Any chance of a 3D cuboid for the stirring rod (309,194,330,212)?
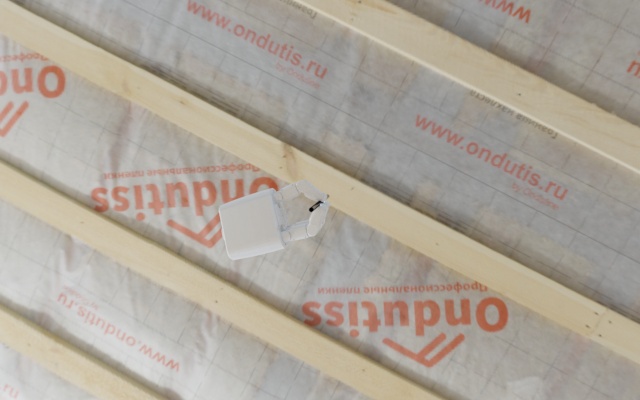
[{"bbox_3d":[0.000,0.003,0.881,0.011,0.011,0.239,0,6,7],"label":"stirring rod"}]
